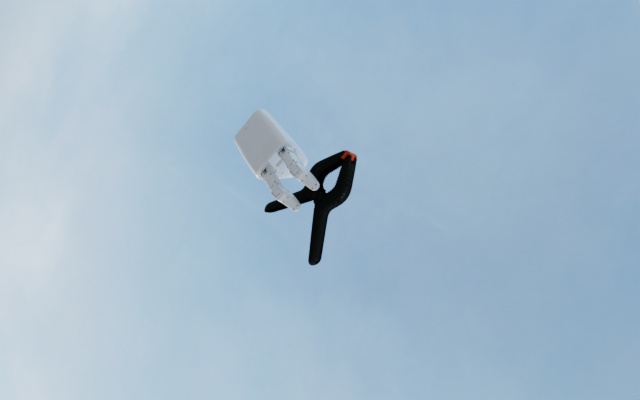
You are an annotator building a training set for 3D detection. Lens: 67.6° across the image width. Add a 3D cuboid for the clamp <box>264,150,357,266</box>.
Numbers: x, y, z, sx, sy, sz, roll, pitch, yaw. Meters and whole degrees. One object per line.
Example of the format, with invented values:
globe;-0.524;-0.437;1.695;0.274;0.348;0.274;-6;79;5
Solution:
clamp;0.001;0.002;0.874;0.210;0.164;0.036;-47;-29;18
